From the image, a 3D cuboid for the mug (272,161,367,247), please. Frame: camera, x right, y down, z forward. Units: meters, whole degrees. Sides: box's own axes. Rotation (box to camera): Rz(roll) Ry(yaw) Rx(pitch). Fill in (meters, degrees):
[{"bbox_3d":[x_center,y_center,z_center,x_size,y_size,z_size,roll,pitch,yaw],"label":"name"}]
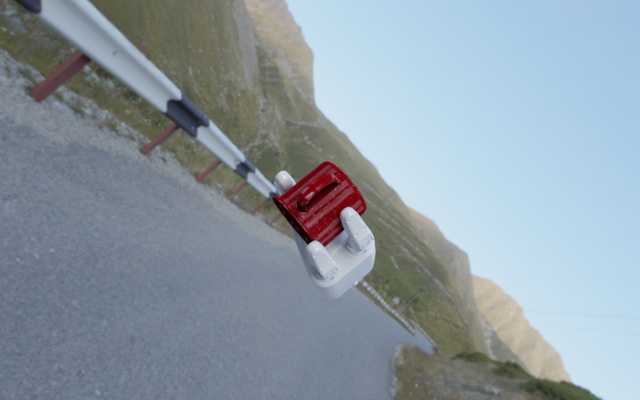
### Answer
[{"bbox_3d":[0.000,0.001,0.571,0.081,0.093,0.117,-40,-21,-9],"label":"mug"}]
